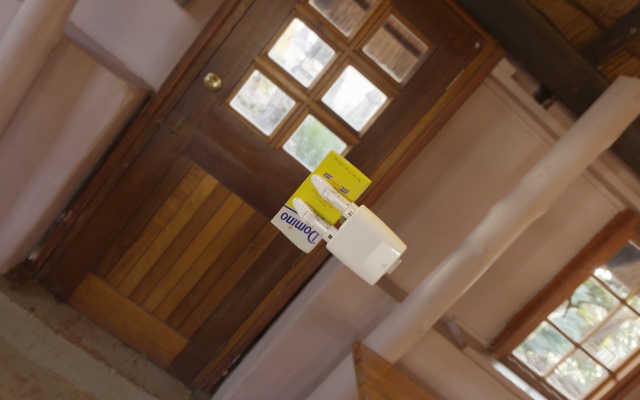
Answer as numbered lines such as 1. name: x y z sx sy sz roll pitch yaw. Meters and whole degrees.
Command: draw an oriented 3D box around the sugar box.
1. sugar box: 0.000 0.003 0.872 0.093 0.176 0.048 41 10 6
